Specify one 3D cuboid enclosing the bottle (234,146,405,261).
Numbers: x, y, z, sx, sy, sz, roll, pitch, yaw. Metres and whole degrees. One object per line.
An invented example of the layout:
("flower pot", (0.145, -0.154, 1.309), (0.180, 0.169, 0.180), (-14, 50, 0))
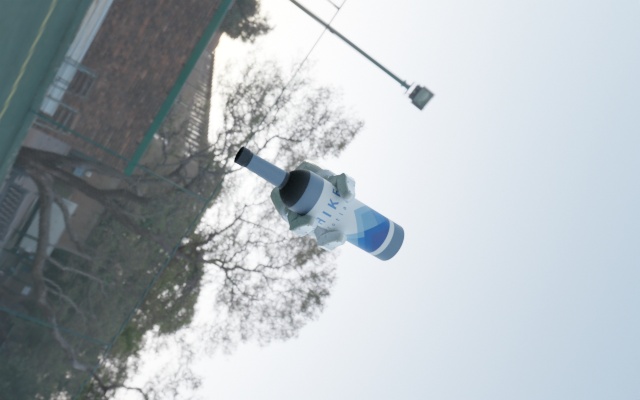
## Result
("bottle", (0.000, 0.003, 0.736), (0.296, 0.069, 0.069), (30, -13, -23))
